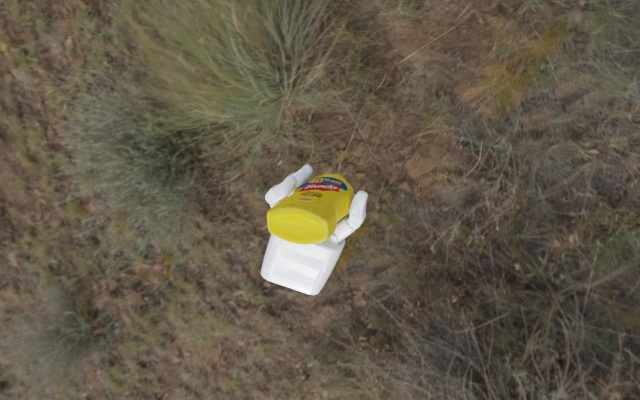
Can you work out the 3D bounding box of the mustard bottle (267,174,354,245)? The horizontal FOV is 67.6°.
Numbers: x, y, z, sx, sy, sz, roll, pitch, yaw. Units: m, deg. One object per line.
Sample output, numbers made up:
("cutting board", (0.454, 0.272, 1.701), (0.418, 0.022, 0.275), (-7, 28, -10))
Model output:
("mustard bottle", (0.000, 0.002, 0.741), (0.096, 0.058, 0.191), (5, 23, 21))
